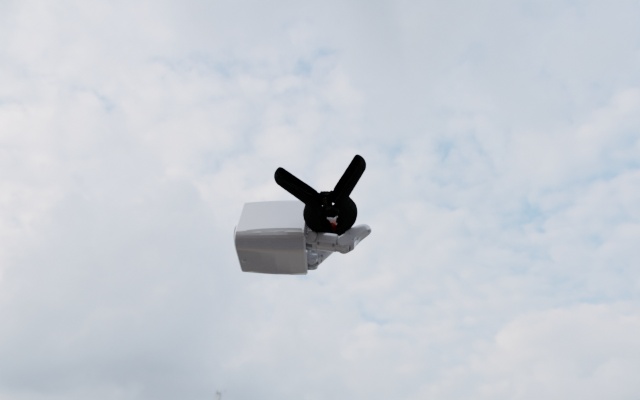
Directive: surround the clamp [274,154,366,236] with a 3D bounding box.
[{"bbox_3d":[0.000,0.002,0.672,0.120,0.039,0.172,1,-41,2],"label":"clamp"}]
